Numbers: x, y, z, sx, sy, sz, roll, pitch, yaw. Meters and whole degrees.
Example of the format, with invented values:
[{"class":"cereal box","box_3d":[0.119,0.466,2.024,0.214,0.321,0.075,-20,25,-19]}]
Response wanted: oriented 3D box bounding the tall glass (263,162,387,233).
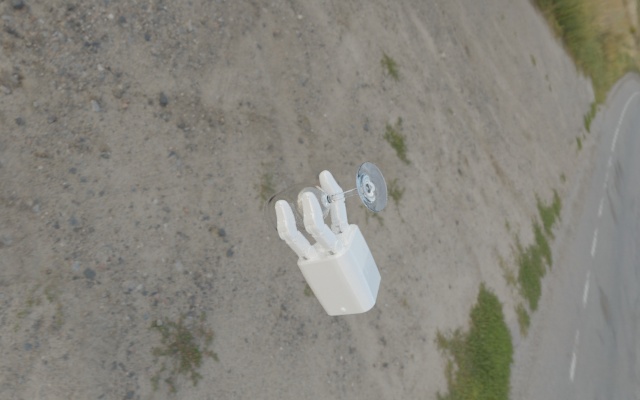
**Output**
[{"class":"tall glass","box_3d":[0.001,0.002,0.745,0.201,0.079,0.079,-16,-10,38]}]
